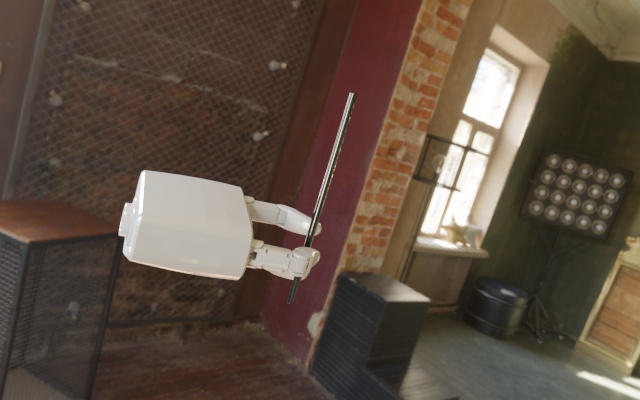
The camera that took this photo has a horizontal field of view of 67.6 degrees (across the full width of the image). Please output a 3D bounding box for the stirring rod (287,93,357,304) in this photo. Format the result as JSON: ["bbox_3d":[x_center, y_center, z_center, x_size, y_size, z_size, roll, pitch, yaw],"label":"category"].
[{"bbox_3d":[0.000,0.002,0.520,0.011,0.239,0.011,16,9,-3],"label":"stirring rod"}]
